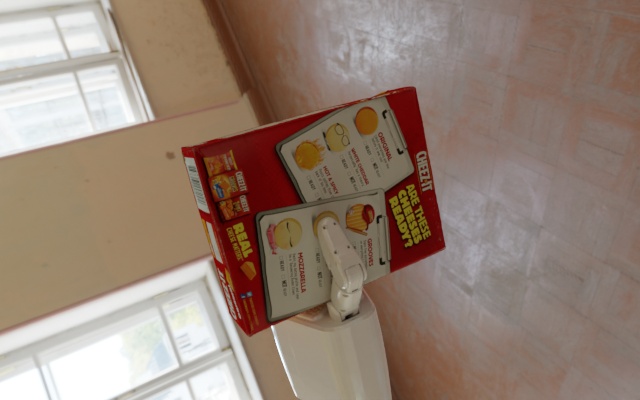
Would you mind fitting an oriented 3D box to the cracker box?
[{"bbox_3d":[0.000,0.002,0.441,0.213,0.164,0.072,-20,15,-23],"label":"cracker box"}]
